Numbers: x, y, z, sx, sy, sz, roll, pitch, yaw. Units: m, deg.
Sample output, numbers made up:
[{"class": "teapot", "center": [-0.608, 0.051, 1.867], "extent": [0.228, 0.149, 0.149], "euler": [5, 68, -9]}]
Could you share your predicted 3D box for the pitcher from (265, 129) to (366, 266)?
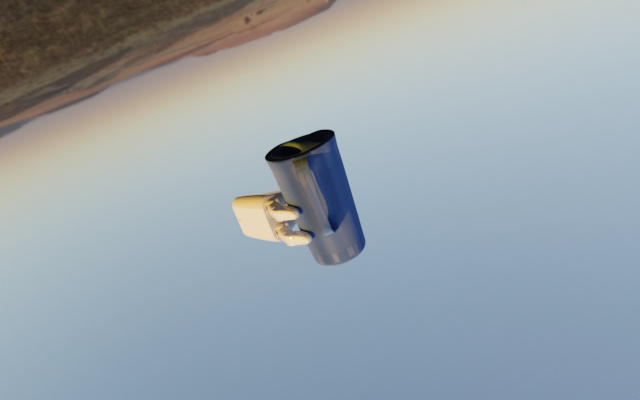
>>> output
[{"class": "pitcher", "center": [0.000, 0.003, 0.887], "extent": [0.145, 0.243, 0.149], "euler": [2, 31, 45]}]
